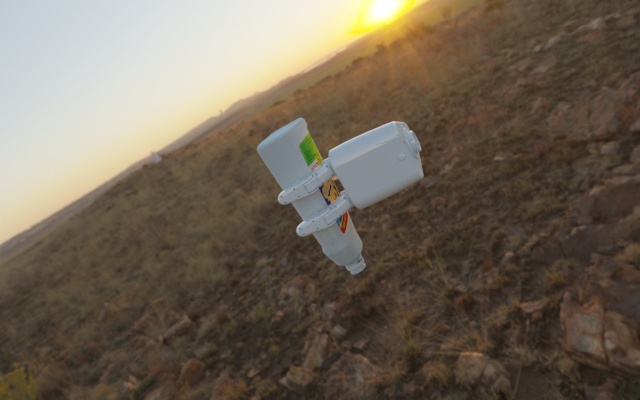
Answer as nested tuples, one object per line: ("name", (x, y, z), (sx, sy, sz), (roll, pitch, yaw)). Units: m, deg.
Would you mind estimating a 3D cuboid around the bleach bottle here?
("bleach bottle", (0.000, 0.002, 0.742), (0.068, 0.251, 0.102), (-24, 16, 23))
